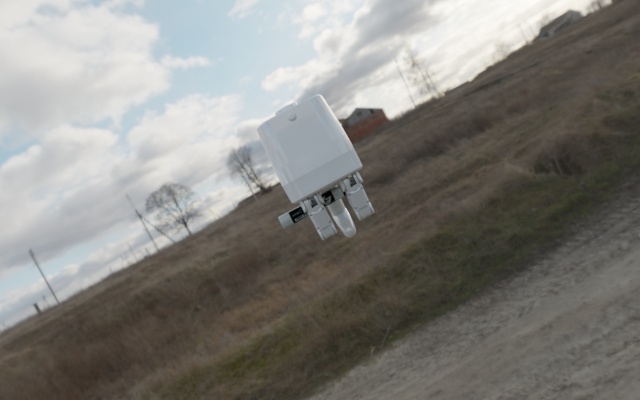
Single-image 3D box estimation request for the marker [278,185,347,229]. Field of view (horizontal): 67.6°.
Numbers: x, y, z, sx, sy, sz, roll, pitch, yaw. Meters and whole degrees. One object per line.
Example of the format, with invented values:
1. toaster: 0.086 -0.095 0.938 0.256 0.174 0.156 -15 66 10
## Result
1. marker: 0.000 0.002 0.645 0.121 0.020 0.020 -28 1 -1
